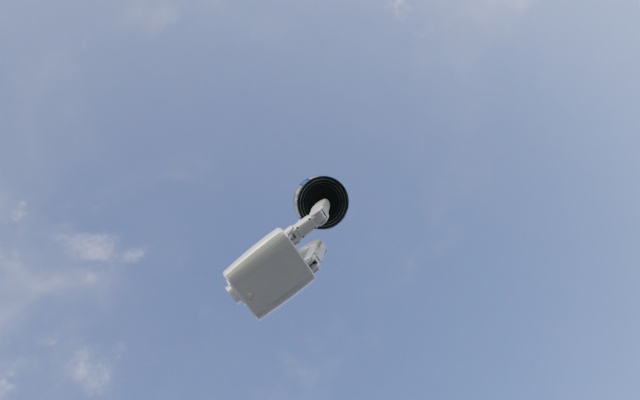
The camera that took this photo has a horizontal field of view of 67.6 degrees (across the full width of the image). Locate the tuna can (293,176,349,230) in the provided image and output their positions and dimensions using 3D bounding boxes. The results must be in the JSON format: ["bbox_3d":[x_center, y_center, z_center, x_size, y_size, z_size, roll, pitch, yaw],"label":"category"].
[{"bbox_3d":[0.000,0.002,0.771,0.086,0.086,0.034,0,5,-17],"label":"tuna can"}]
